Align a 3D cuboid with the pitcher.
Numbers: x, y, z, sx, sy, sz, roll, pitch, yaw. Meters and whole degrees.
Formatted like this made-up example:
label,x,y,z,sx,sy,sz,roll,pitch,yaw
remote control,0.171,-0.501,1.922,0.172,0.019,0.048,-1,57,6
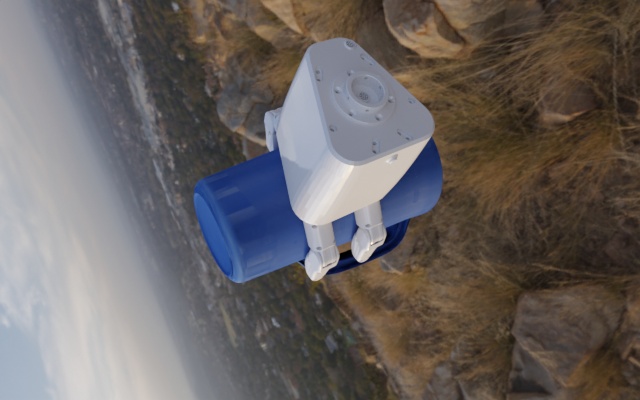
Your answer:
label,x,y,z,sx,sy,sz,roll,pitch,yaw
pitcher,0.000,0.002,0.511,0.243,0.149,0.145,-22,-15,-24
